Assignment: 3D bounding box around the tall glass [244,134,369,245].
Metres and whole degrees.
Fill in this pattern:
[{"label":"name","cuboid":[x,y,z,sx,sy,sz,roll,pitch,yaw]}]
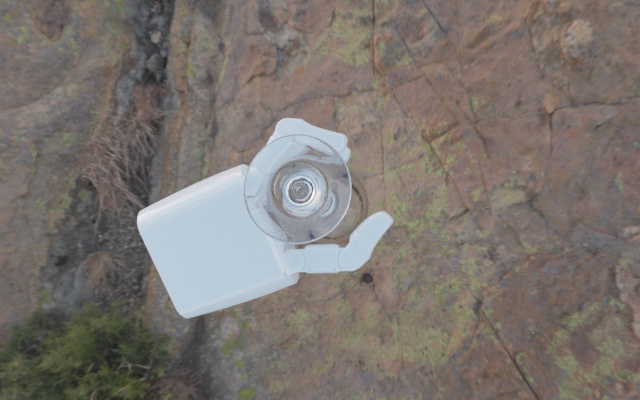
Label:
[{"label":"tall glass","cuboid":[0.000,0.001,0.416,0.079,0.079,0.201,0,-5,10]}]
